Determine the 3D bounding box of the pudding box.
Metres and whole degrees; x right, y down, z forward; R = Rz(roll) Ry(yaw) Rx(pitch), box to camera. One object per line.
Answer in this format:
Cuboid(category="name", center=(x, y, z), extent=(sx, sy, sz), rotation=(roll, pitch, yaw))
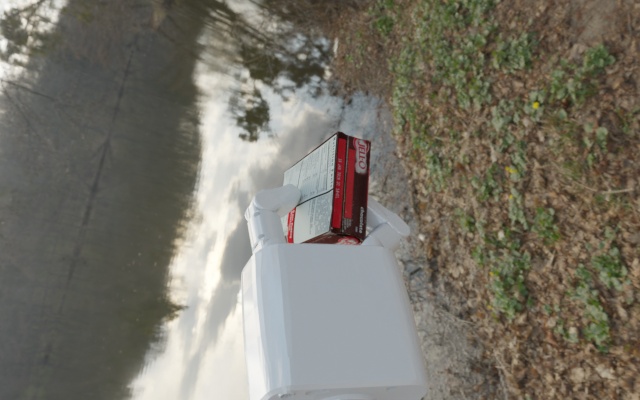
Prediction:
Cuboid(category="pudding box", center=(0.000, 0.001, 0.427), extent=(0.039, 0.090, 0.113), rotation=(16, -22, -26))
